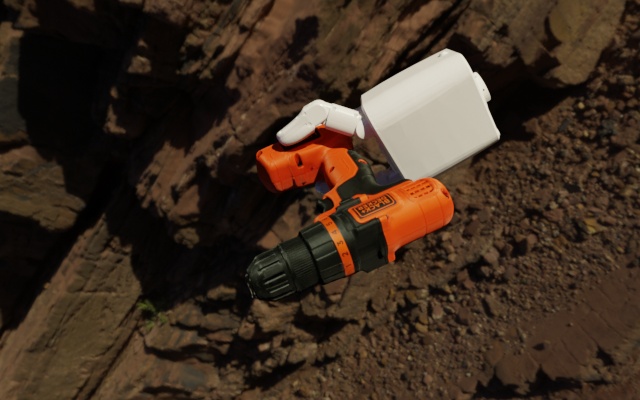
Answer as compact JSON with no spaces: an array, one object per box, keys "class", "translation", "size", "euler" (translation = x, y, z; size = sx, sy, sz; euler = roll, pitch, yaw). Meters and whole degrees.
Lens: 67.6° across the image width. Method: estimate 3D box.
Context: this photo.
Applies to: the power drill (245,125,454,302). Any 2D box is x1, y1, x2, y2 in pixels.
[{"class":"power drill","translation":[0.000,0.001,0.449],"size":[0.184,0.057,0.187],"euler":[-22,37,-12]}]
